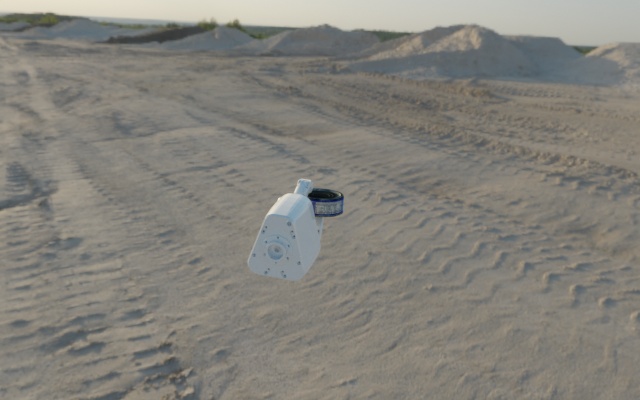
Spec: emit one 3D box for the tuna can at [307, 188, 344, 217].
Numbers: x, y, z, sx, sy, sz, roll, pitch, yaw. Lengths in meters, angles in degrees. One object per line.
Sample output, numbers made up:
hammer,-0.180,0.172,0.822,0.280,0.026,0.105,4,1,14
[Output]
tuna can,0.000,0.002,0.880,0.086,0.034,0.086,3,14,-1
